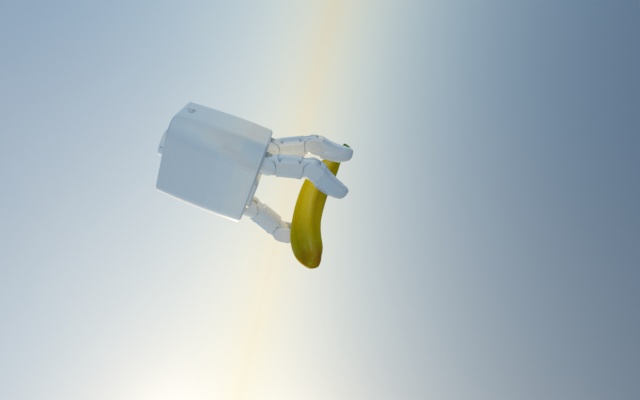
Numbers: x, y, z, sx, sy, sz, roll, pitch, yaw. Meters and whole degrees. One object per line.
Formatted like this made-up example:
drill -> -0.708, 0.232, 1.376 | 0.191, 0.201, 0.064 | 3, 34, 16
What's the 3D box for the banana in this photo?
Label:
banana -> -0.008, 0.009, 0.570 | 0.037, 0.197, 0.070 | 27, -44, -14
